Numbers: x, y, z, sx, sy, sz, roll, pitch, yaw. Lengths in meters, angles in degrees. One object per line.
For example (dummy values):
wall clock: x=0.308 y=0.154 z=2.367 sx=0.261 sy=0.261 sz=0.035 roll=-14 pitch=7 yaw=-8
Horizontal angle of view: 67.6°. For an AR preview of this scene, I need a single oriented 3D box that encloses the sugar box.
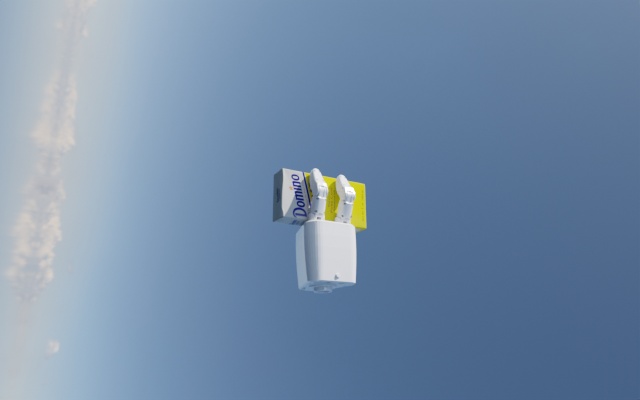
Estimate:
sugar box: x=0.001 y=0.003 z=0.882 sx=0.176 sy=0.093 sz=0.048 roll=10 pitch=-21 yaw=-30
